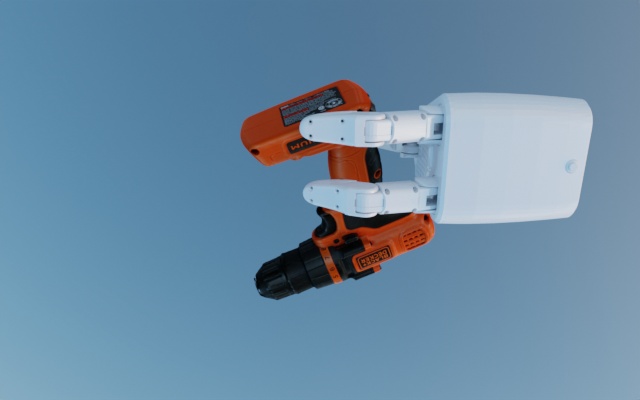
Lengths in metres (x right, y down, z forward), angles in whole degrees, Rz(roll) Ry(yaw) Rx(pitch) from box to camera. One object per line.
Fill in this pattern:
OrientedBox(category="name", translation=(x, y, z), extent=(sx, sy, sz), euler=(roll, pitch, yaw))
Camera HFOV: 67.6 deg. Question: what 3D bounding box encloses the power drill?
OrientedBox(category="power drill", translation=(0.000, 0.001, 0.428), extent=(0.184, 0.188, 0.057), euler=(-23, 39, 1))
